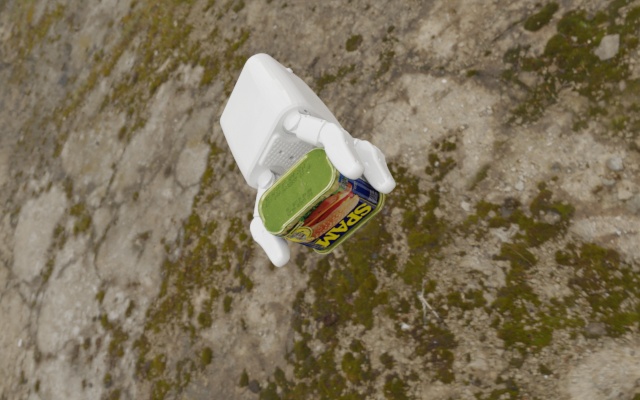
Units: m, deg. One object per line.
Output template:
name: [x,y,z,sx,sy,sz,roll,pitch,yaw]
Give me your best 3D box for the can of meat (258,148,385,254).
can of meat: [0.000,0.002,0.480,0.102,0.057,0.084,-41,-37,20]
